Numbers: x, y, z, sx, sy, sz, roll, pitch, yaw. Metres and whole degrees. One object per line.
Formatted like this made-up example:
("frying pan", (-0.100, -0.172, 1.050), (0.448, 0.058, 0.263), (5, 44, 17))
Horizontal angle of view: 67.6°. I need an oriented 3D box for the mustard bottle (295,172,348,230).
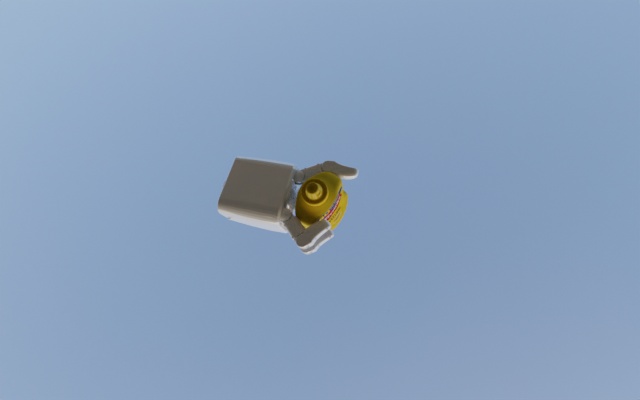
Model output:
("mustard bottle", (0.000, 0.003, 0.782), (0.058, 0.096, 0.192), (36, -6, 14))
